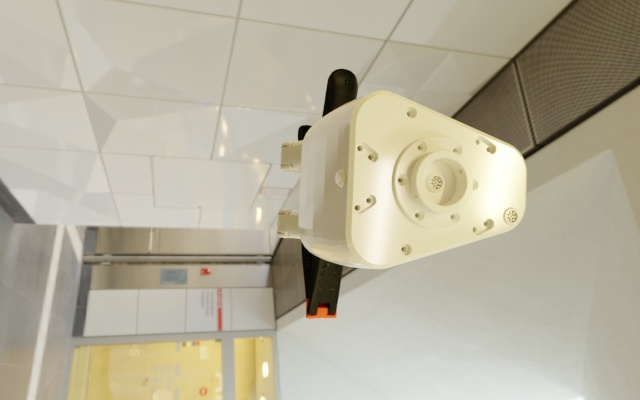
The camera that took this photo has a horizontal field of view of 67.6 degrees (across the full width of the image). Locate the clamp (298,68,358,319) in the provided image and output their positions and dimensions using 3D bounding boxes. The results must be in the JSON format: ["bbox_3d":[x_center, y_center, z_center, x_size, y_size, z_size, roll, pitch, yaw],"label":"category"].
[{"bbox_3d":[0.001,0.002,0.451,0.036,0.210,0.164,2,-2,-11],"label":"clamp"}]
